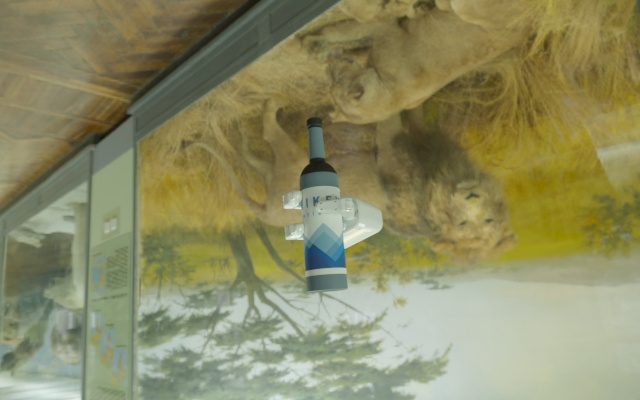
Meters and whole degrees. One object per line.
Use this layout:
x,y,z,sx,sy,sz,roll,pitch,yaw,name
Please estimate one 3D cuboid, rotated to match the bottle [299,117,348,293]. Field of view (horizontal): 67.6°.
0.000,0.003,0.801,0.069,0.295,0.069,-4,-13,-1,bottle
